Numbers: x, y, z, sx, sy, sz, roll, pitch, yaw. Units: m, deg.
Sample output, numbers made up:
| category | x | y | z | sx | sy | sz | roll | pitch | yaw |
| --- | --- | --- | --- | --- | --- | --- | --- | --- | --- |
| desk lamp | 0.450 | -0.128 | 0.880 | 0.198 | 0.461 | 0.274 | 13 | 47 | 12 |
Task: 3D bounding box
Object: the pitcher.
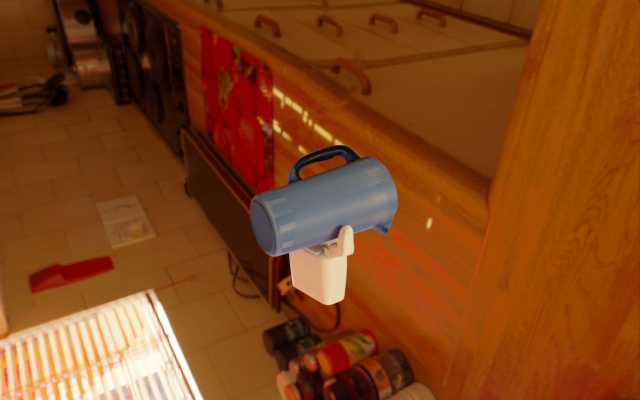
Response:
| category | x | y | z | sx | sy | sz | roll | pitch | yaw |
| --- | --- | --- | --- | --- | --- | --- | --- | --- | --- |
| pitcher | 0.000 | 0.003 | 0.845 | 0.243 | 0.145 | 0.149 | -17 | 31 | -28 |
